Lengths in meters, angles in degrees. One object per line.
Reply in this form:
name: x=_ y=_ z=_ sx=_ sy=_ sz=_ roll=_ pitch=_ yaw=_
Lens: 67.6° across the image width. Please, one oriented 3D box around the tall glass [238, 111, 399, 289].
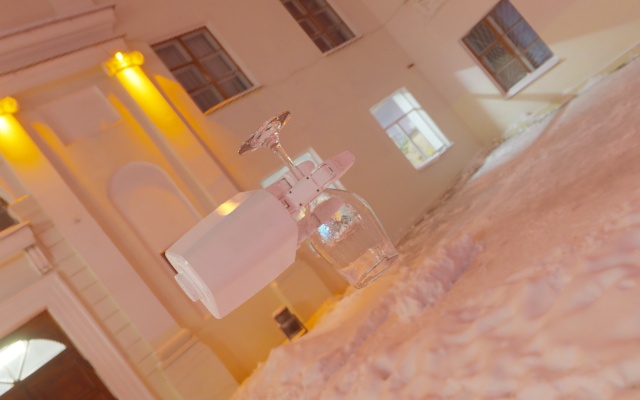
tall glass: x=0.000 y=0.001 z=0.530 sx=0.079 sy=0.201 sz=0.079 roll=-40 pitch=-2 yaw=-1
